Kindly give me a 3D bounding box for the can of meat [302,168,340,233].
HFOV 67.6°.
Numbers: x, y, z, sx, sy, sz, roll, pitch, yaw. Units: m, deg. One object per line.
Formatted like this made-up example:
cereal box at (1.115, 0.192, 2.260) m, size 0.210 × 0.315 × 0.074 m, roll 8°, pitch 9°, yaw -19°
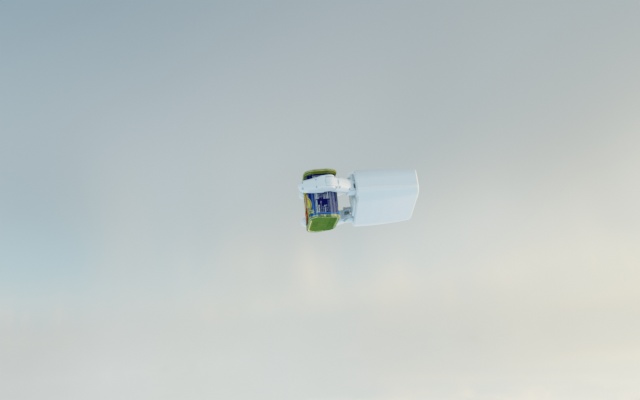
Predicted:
can of meat at (0.000, 0.003, 0.825) m, size 0.057 × 0.084 × 0.102 m, roll -4°, pitch -18°, yaw -7°
